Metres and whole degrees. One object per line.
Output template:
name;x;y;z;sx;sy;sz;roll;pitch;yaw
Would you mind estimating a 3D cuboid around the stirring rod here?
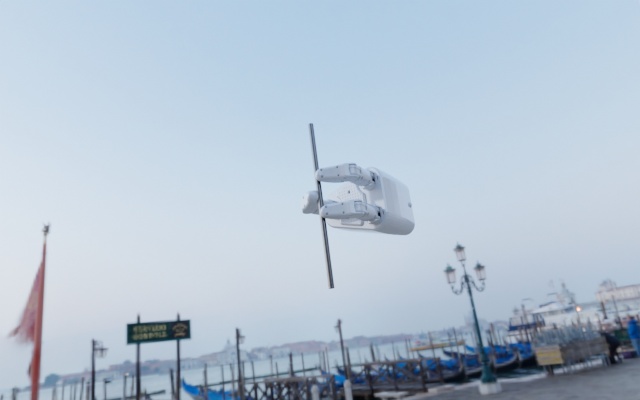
stirring rod;0.000;0.002;0.666;0.011;0.239;0.011;-7;-17;-2
